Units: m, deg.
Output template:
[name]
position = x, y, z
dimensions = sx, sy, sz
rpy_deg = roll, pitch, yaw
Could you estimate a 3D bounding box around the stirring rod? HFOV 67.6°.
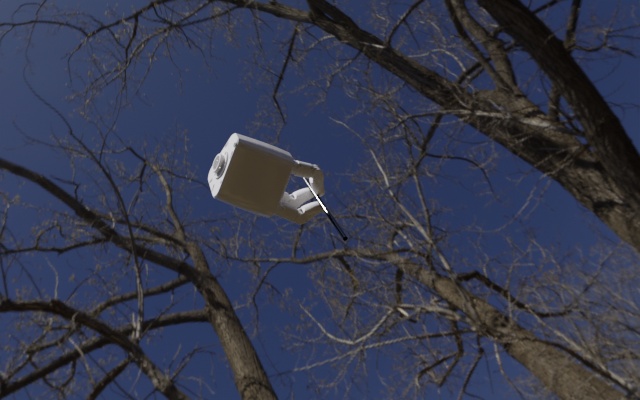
[stirring rod]
position = 0.000, 0.003, 0.844
dimensions = 0.011, 0.011, 0.239
rpy_deg = 0, 28, -22
